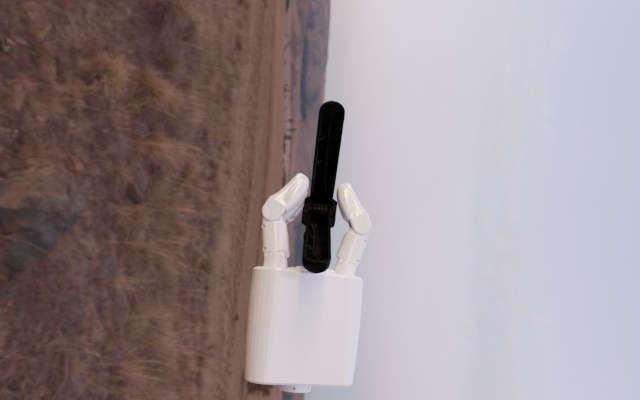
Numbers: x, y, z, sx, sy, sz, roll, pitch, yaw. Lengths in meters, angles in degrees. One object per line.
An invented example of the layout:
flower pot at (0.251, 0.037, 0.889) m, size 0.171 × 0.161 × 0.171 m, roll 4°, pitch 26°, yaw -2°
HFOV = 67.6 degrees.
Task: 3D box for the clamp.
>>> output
clamp at (0.001, 0.002, 0.514) m, size 0.036 × 0.164 × 0.210 m, roll 8°, pitch -12°, yaw -1°
